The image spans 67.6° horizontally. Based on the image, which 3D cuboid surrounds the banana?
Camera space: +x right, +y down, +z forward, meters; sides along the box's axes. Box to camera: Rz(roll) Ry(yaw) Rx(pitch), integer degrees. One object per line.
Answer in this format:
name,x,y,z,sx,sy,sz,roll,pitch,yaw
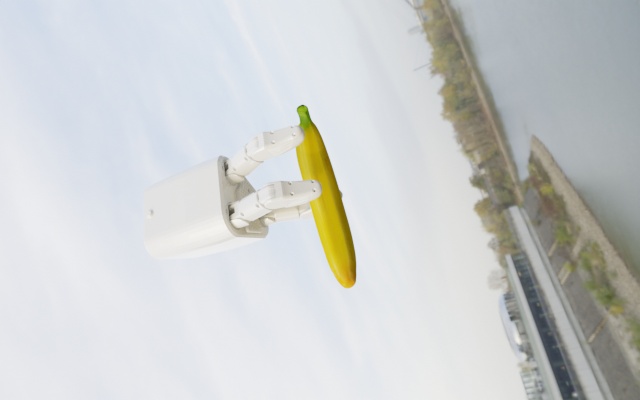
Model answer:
banana,0.003,-0.002,0.526,0.037,0.198,0.069,-17,-2,11
